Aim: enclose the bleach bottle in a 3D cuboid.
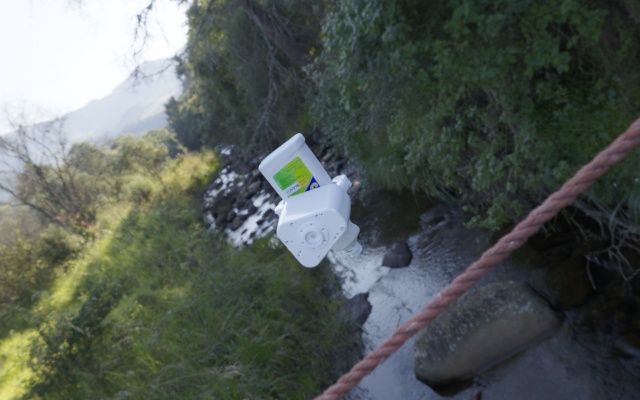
[{"bbox_3d":[0.000,0.003,0.898,0.102,0.251,0.068,-35,15,17],"label":"bleach bottle"}]
